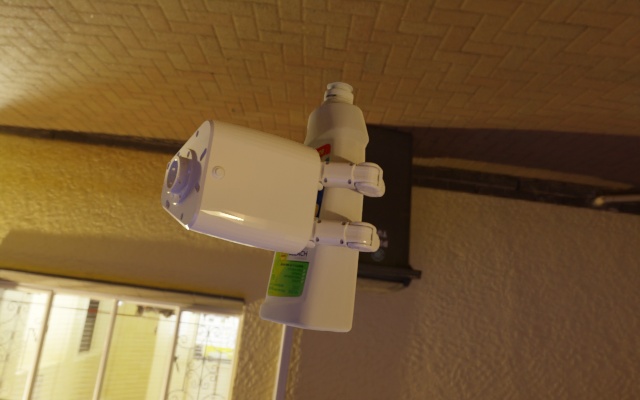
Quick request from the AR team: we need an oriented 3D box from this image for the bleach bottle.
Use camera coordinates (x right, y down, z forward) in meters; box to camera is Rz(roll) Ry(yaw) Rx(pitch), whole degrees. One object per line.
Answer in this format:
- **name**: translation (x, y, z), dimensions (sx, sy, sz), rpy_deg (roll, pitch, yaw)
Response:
- **bleach bottle**: translation (0.000, 0.002, 0.494), dimensions (0.068, 0.250, 0.102), rpy_deg (15, -14, -34)
